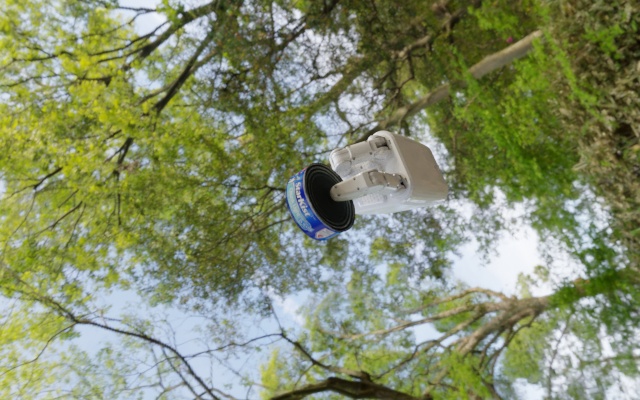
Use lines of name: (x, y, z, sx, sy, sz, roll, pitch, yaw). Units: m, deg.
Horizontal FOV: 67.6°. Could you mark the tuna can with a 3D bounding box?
tuna can: (0.000, 0.002, 0.547, 0.034, 0.086, 0.086, -29, -17, 33)
